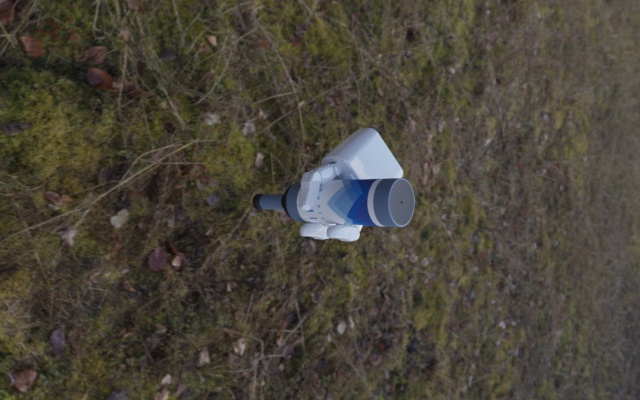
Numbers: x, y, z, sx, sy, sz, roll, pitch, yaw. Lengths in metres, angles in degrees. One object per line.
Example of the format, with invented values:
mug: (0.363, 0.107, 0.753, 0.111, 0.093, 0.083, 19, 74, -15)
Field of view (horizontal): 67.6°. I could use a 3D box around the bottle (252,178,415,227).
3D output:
bottle: (0.000, 0.002, 0.739, 0.295, 0.069, 0.069, 0, 0, 42)
